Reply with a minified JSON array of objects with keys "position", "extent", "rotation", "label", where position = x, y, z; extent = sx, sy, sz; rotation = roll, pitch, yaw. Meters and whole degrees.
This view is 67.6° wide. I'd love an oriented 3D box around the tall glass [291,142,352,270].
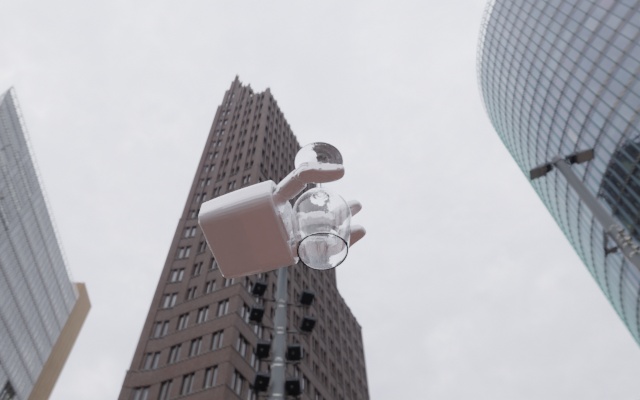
[{"position":[0.000,0.002,0.646],"extent":[0.079,0.079,0.201],"rotation":[0,36,-2],"label":"tall glass"}]
